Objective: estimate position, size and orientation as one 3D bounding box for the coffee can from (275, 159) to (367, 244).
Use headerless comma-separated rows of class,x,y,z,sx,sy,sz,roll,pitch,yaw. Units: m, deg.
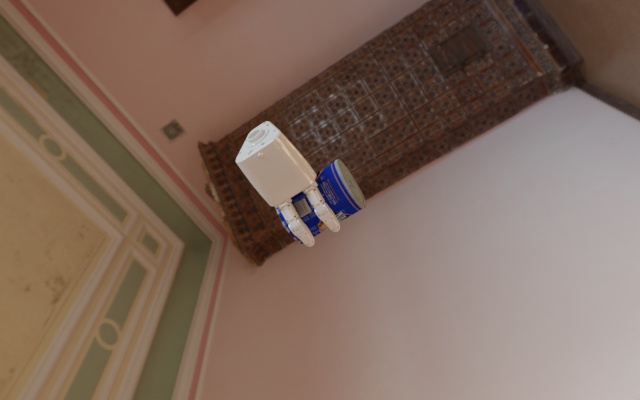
coffee can,0.000,0.003,0.888,0.140,0.103,0.103,-31,-8,13
